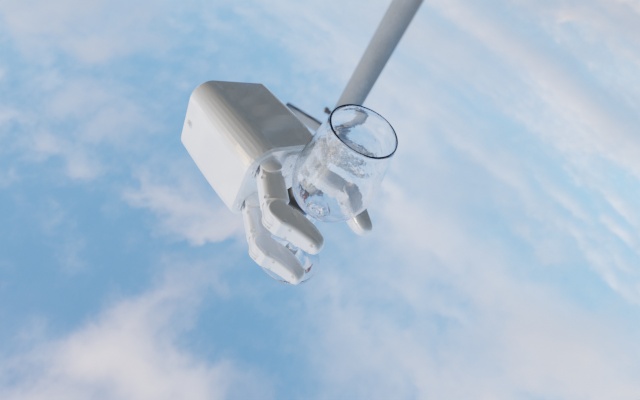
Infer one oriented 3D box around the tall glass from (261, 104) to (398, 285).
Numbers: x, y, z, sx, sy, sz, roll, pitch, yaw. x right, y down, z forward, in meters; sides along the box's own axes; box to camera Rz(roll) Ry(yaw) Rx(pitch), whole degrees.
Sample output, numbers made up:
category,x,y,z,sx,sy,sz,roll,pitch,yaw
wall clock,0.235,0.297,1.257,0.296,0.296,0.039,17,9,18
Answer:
category,x,y,z,sx,sy,sz,roll,pitch,yaw
tall glass,0.000,0.002,0.460,0.079,0.079,0.201,0,-36,-27
